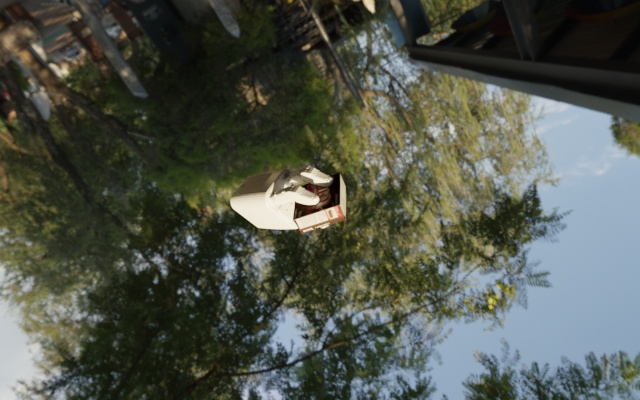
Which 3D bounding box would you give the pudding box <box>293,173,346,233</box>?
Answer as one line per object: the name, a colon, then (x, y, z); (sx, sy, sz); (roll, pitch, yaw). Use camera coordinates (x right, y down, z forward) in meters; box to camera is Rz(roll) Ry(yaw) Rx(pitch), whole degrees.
pudding box: (0.000, 0.003, 0.870); (0.090, 0.039, 0.113); (-19, 33, 14)
